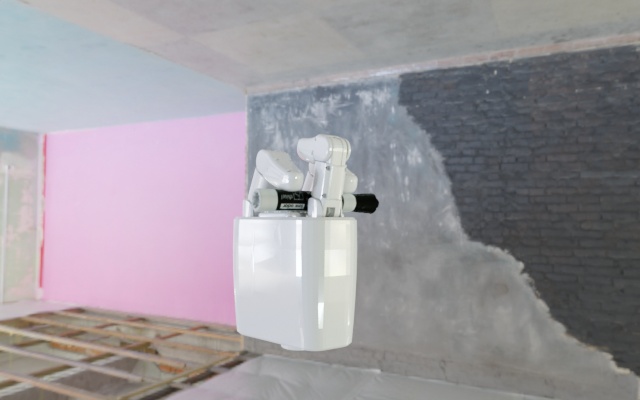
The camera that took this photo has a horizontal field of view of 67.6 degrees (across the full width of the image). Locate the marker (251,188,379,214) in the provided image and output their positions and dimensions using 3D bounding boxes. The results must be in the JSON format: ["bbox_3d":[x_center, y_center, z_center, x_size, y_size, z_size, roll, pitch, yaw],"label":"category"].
[{"bbox_3d":[0.000,0.001,0.410,0.121,0.020,0.020,2,-1,-32],"label":"marker"}]
